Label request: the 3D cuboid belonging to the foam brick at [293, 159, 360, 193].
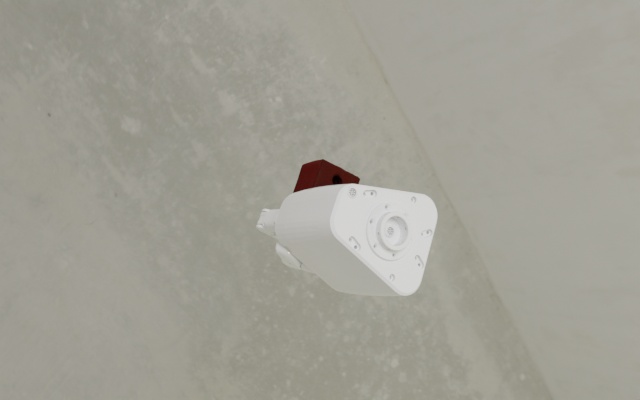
[{"bbox_3d":[0.000,0.001,0.523,0.053,0.078,0.051,25,-17,-24],"label":"foam brick"}]
